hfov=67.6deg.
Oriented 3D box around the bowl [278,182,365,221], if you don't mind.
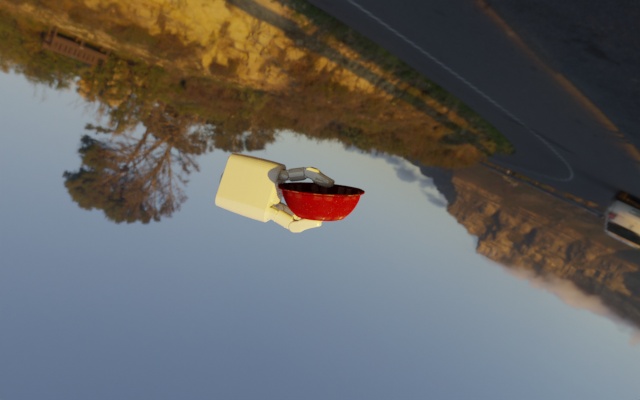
[{"bbox_3d":[0.001,0.003,0.882,0.162,0.055,0.162,4,9,-1],"label":"bowl"}]
